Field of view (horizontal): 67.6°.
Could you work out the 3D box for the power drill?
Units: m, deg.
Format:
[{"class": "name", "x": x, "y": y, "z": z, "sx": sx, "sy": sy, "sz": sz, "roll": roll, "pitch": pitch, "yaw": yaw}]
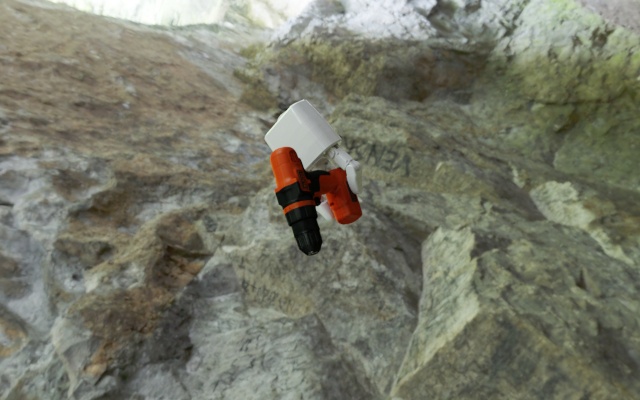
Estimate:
[{"class": "power drill", "x": 0.000, "y": 0.002, "z": 0.824, "sx": 0.057, "sy": 0.184, "sz": 0.187, "roll": -24, "pitch": -15, "yaw": 29}]
